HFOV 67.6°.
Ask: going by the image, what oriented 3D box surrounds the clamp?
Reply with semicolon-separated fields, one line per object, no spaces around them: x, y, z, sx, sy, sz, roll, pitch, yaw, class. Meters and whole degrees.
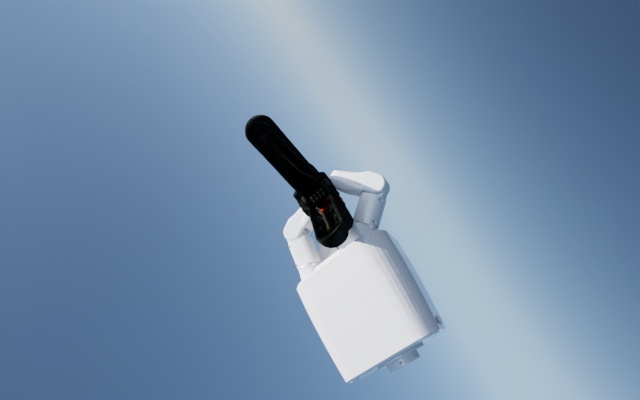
0.000;0.002;0.420;0.039;0.120;0.171;-32;-23;9;clamp
